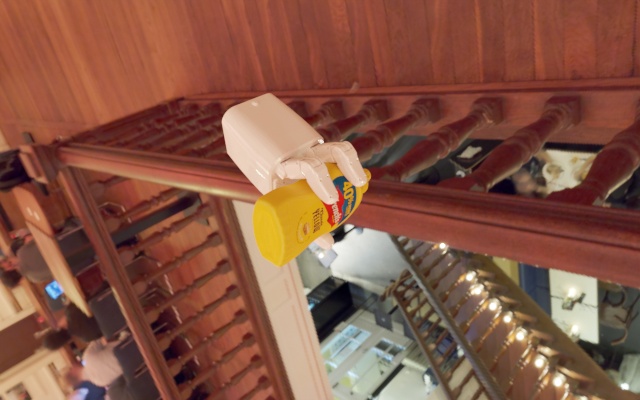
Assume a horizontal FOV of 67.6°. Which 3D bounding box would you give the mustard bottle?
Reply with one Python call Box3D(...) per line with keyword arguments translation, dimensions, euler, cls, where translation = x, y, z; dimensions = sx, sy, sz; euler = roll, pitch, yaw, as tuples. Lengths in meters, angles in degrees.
Box3D(translation=(0.000, 0.002, 0.627), dimensions=(0.058, 0.096, 0.191), euler=(26, 43, 35), cls="mustard bottle")
